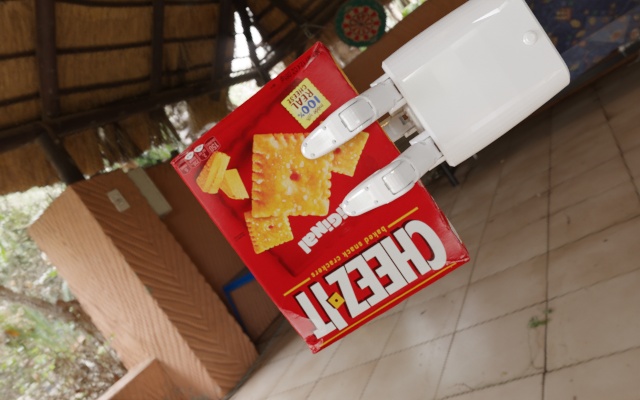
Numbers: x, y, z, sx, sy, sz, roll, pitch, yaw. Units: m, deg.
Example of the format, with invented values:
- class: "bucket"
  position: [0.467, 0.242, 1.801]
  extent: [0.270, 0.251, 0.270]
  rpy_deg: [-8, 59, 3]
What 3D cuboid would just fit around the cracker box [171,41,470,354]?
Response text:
- class: "cracker box"
  position: [0.000, 0.001, 0.419]
  extent: [0.164, 0.214, 0.072]
  rpy_deg: [-35, 4, 13]
